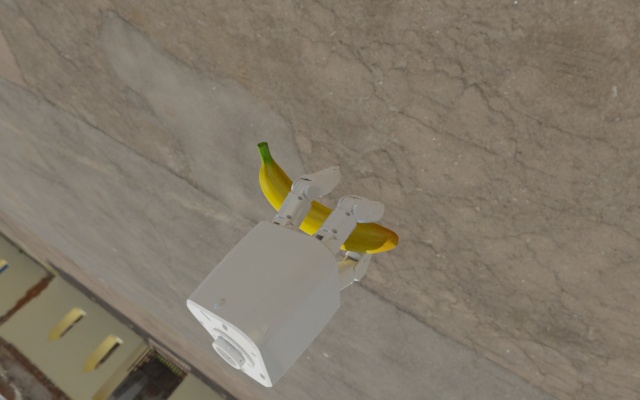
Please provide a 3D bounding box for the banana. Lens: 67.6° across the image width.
[{"bbox_3d":[-0.004,0.012,0.532,0.197,0.070,0.037,34,56,20],"label":"banana"}]
